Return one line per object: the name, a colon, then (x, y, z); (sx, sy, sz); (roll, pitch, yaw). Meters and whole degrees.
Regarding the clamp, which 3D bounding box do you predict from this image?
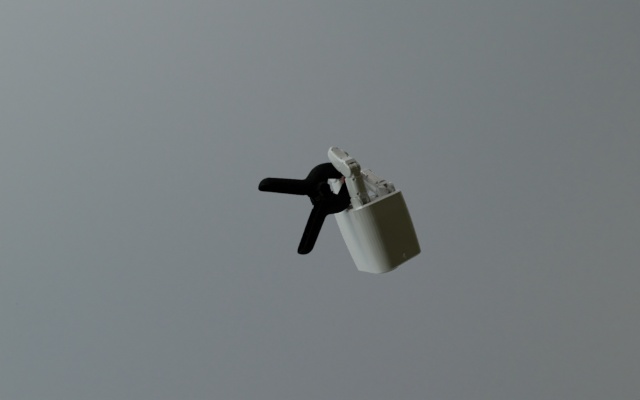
clamp: (0.000, 0.002, 0.707); (0.171, 0.120, 0.039); (-22, 2, -34)
